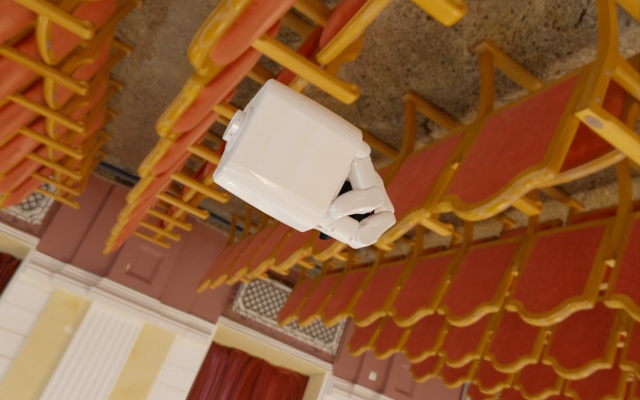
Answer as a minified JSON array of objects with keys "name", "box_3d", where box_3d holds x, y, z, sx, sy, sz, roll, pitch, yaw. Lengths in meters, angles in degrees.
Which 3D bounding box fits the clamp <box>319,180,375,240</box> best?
[{"name":"clamp","box_3d":[0.000,0.002,0.569,0.120,0.039,0.171,29,-24,-19]}]
